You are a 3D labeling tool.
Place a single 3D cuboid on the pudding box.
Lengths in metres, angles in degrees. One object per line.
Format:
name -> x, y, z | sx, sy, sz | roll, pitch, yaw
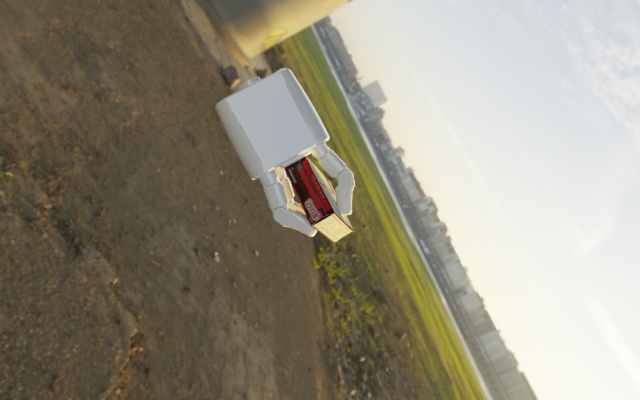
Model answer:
pudding box -> 0.000, 0.002, 0.644 | 0.039, 0.090, 0.113 | -29, -23, 9
